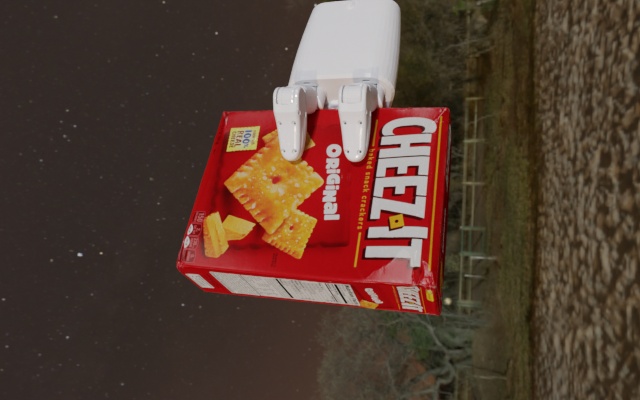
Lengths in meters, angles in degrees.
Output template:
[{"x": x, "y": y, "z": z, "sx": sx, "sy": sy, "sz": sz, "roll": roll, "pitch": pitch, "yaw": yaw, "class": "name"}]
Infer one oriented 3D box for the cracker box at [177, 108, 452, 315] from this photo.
[{"x": 0.000, "y": 0.001, "z": 0.417, "sx": 0.213, "sy": 0.164, "sz": 0.072, "roll": 2, "pitch": -28, "yaw": 18, "class": "cracker box"}]
